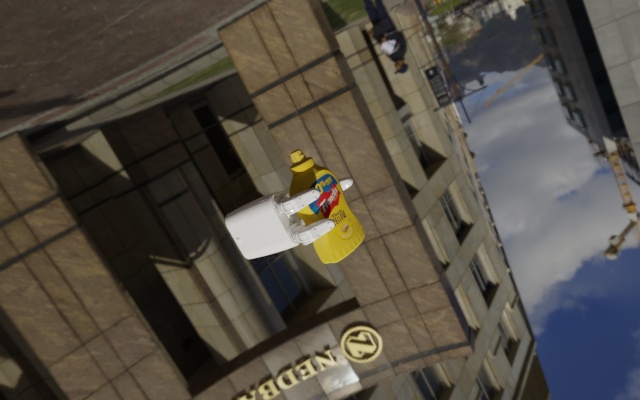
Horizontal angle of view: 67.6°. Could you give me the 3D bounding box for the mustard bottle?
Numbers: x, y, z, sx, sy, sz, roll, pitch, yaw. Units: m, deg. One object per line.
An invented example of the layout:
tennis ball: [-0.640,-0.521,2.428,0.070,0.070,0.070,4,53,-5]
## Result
mustard bottle: [0.000,0.003,0.800,0.058,0.192,0.096,-11,21,50]
